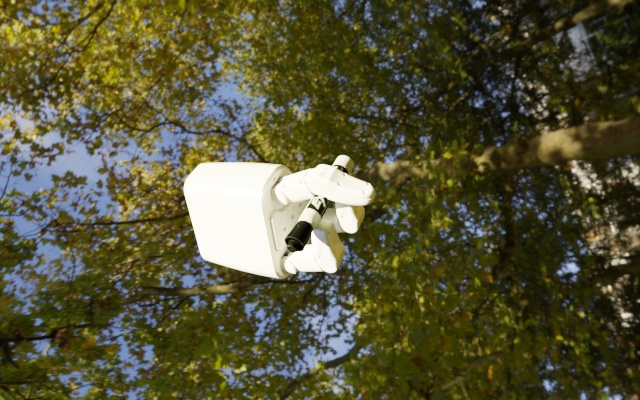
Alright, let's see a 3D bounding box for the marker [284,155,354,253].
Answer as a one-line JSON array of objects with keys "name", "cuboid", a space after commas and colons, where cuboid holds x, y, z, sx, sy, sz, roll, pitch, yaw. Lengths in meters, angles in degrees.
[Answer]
[{"name": "marker", "cuboid": [0.000, 0.001, 0.438, 0.020, 0.020, 0.121, 0, 41, 33]}]
